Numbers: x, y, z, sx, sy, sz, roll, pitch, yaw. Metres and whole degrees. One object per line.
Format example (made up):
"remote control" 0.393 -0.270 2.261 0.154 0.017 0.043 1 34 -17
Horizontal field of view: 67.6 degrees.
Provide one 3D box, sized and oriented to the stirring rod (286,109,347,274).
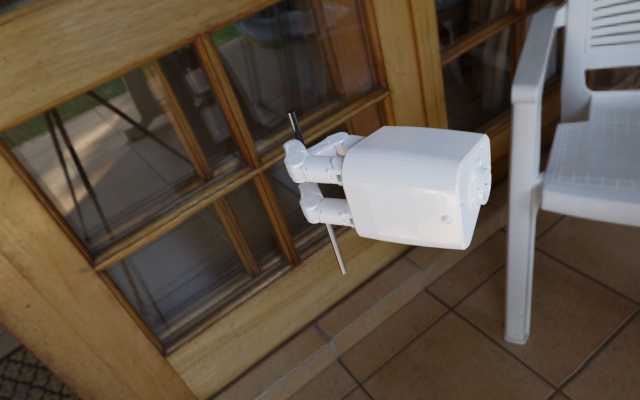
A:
"stirring rod" 0.000 0.002 0.553 0.011 0.240 0.011 -12 37 9
